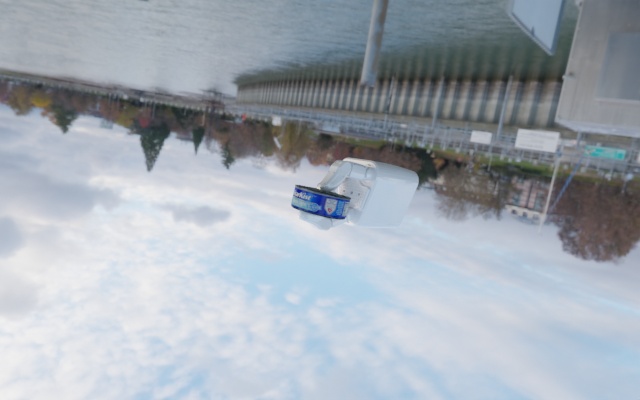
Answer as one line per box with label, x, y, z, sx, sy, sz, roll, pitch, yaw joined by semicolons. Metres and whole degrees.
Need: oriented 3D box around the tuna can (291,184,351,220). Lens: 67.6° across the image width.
tuna can;0.000;0.003;0.709;0.086;0.034;0.086;14;5;-1
